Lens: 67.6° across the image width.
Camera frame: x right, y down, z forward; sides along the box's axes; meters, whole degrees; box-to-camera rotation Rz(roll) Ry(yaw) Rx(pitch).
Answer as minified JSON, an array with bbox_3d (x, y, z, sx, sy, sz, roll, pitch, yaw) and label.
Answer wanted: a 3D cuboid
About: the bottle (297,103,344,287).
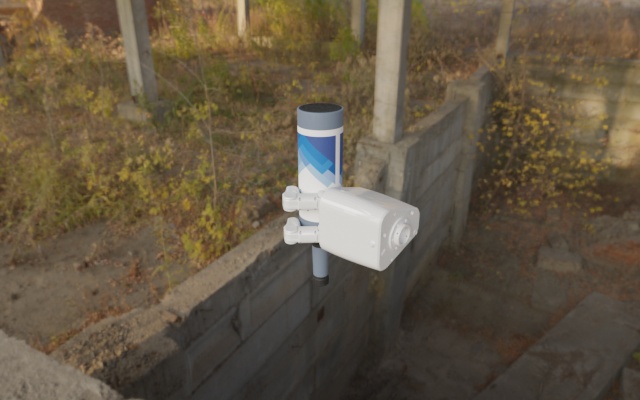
[{"bbox_3d":[0.000,0.002,0.740,0.069,0.296,0.069,0,24,0],"label":"bottle"}]
